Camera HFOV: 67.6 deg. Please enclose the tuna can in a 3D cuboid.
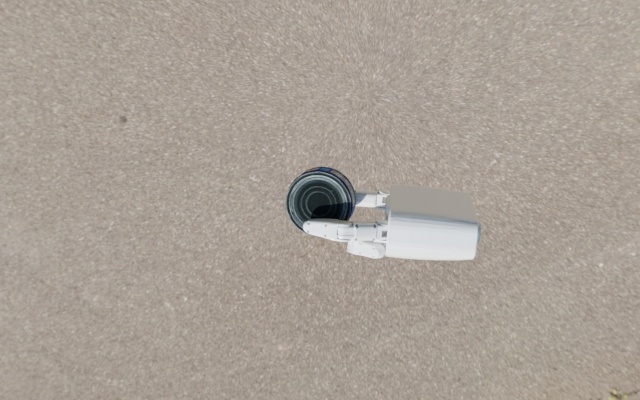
[{"bbox_3d":[0.000,0.002,0.600,0.086,0.086,0.033,0,12,11],"label":"tuna can"}]
